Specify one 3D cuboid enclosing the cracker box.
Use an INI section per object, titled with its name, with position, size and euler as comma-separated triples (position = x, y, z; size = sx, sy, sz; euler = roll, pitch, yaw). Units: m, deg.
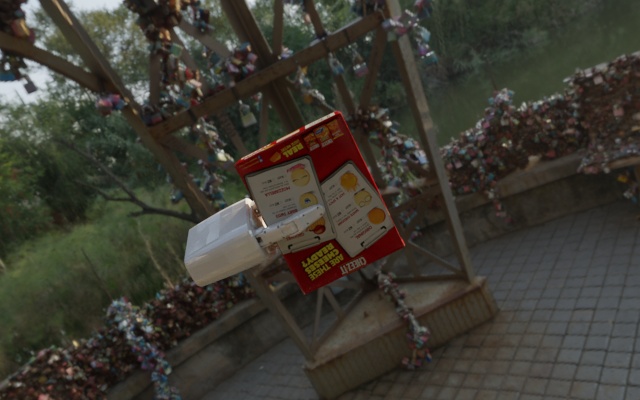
[cracker box]
position = 0.000, 0.002, 0.691
size = 0.164, 0.214, 0.072
euler = -26, 13, 5
